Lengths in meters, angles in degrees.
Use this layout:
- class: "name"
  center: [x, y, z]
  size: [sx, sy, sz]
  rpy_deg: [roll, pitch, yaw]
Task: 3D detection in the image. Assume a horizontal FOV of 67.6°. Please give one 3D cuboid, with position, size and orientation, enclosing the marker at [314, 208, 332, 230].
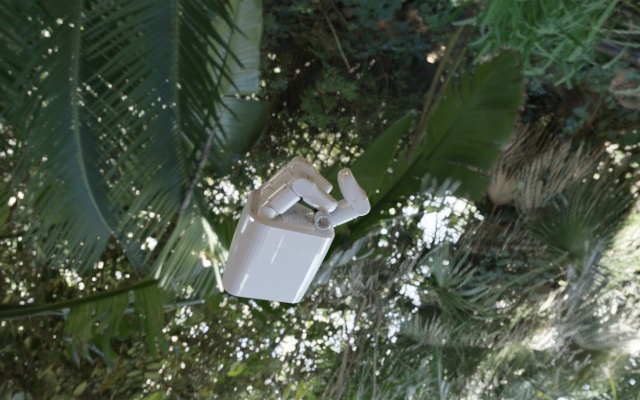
- class: "marker"
  center: [0.000, 0.002, 0.586]
  size: [0.020, 0.020, 0.121]
  rpy_deg: [0, 22, -3]
